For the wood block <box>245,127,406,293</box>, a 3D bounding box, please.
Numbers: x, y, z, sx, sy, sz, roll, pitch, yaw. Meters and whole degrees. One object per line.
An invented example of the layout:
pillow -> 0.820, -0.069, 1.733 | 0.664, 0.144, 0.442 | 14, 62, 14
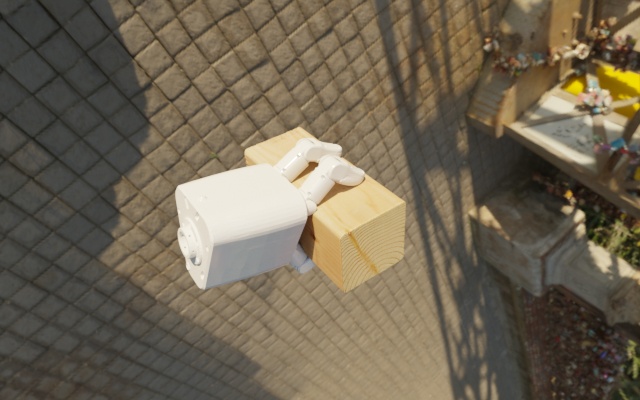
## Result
wood block -> 0.000, 0.002, 0.583 | 0.090, 0.091, 0.206 | -27, 44, -24
